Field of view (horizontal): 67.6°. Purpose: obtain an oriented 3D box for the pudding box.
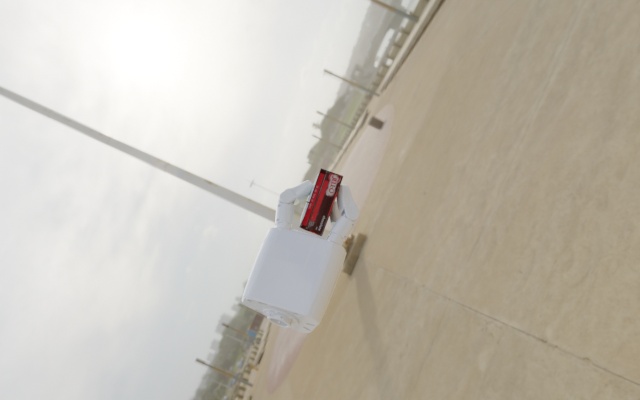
[{"bbox_3d":[0.000,0.002,0.711,0.039,0.090,0.113,21,-1,-3],"label":"pudding box"}]
